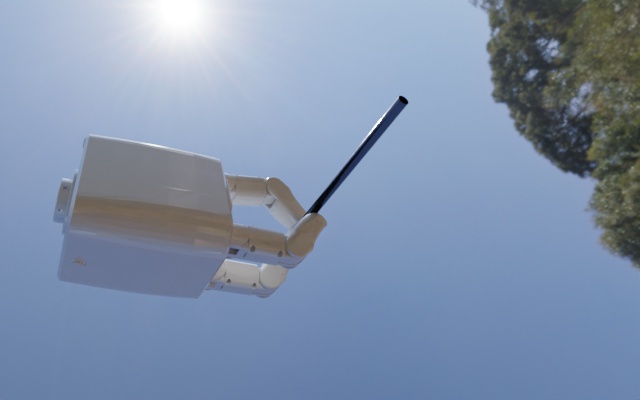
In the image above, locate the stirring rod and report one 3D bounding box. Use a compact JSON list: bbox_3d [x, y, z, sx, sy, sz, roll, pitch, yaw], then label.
[{"bbox_3d":[0.000,0.001,0.400,0.011,0.011,0.240,0,-35,-34],"label":"stirring rod"}]
